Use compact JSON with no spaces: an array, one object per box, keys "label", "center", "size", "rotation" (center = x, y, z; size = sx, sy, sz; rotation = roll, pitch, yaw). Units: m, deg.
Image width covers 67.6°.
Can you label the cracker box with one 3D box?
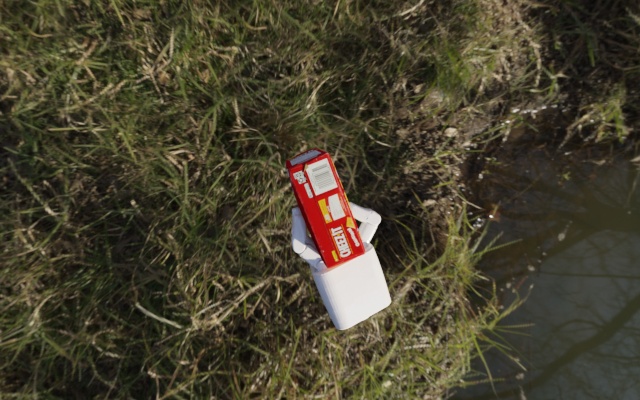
[{"label":"cracker box","center":[0.000,0.003,0.795],"size":[0.072,0.164,0.213],"rotation":[-22,9,-2]}]
